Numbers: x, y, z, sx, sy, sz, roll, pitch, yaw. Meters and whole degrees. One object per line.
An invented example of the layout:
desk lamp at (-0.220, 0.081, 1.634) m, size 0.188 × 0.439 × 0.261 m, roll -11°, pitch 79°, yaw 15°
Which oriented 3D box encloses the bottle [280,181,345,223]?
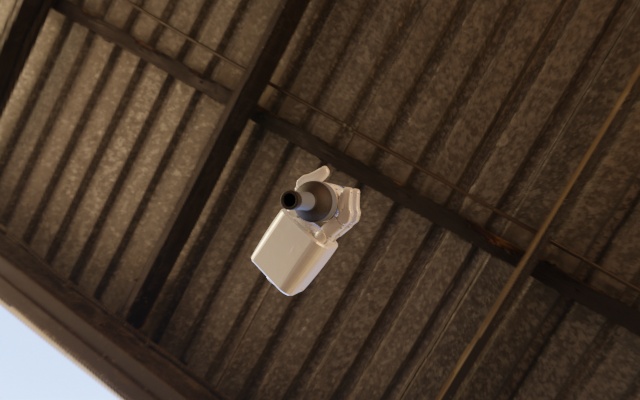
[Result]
bottle at (0.000, 0.003, 0.788) m, size 0.069 × 0.069 × 0.296 m, roll 0°, pitch -1°, yaw 17°
